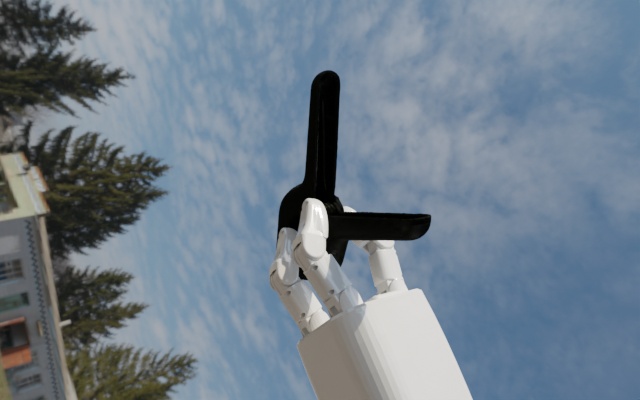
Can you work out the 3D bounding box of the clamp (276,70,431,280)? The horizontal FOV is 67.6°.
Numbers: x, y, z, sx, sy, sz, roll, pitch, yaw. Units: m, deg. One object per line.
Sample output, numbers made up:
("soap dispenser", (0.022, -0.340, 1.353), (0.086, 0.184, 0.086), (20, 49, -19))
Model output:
("clamp", (0.001, 0.002, 0.436), (0.036, 0.164, 0.210), (-8, -26, -33))
